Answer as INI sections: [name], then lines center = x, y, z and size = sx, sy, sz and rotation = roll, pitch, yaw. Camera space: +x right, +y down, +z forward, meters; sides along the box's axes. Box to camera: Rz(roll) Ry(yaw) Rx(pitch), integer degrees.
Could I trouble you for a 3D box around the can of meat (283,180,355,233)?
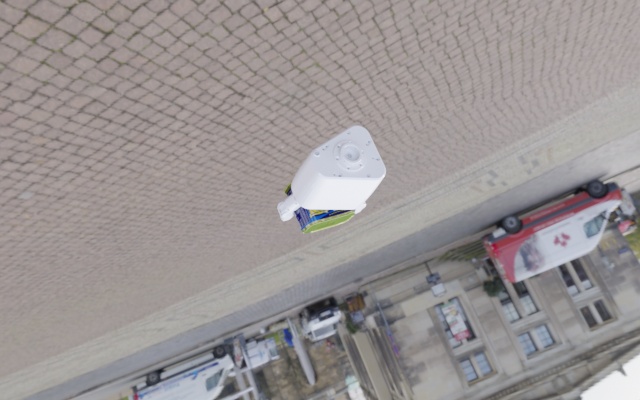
[can of meat]
center = 0.000, 0.003, 0.816
size = 0.102, 0.084, 0.057
rotation = -15, -18, -27
